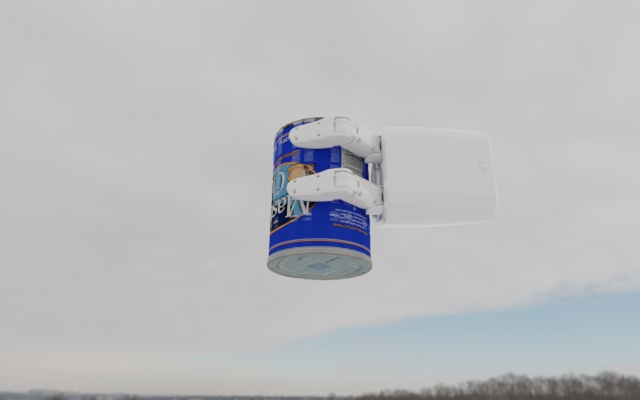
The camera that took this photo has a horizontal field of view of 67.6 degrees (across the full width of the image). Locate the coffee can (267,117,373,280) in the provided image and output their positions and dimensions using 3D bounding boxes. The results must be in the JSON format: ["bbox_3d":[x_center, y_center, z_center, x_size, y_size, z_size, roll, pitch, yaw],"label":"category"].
[{"bbox_3d":[0.000,0.002,0.490,0.103,0.140,0.103,1,-22,0],"label":"coffee can"}]
